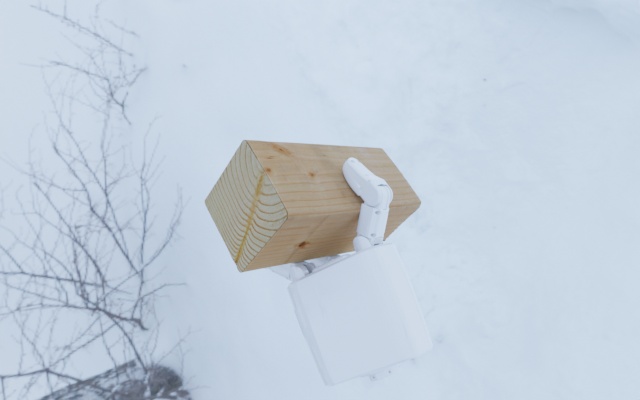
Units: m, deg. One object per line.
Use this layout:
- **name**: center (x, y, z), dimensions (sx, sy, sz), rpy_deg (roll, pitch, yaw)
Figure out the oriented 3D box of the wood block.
- **wood block**: center (0.000, 0.002, 0.504), dimensions (0.206, 0.090, 0.091), rpy_deg (-4, -36, -47)
